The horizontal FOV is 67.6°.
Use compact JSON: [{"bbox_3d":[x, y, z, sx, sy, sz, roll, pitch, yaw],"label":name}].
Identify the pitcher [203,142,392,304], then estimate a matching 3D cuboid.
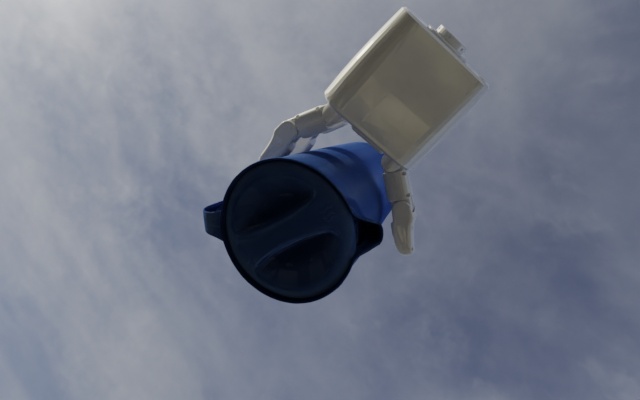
[{"bbox_3d":[0.000,0.002,0.524,0.145,0.149,0.242,-48,-7,24],"label":"pitcher"}]
